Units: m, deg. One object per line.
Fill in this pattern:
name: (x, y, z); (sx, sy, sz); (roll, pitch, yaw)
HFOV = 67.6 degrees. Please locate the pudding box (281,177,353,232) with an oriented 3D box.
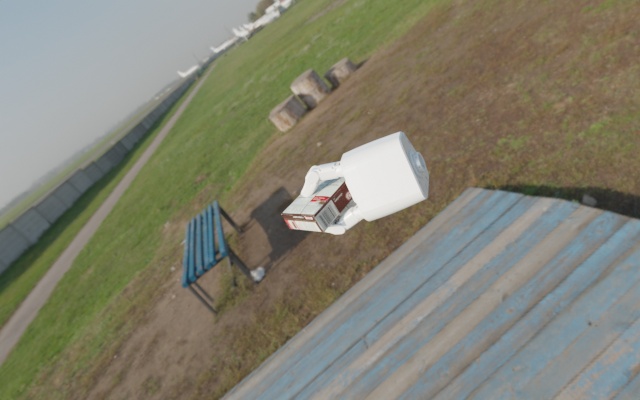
pudding box: (0.000, 0.003, 0.821); (0.090, 0.039, 0.113); (1, 39, 49)
